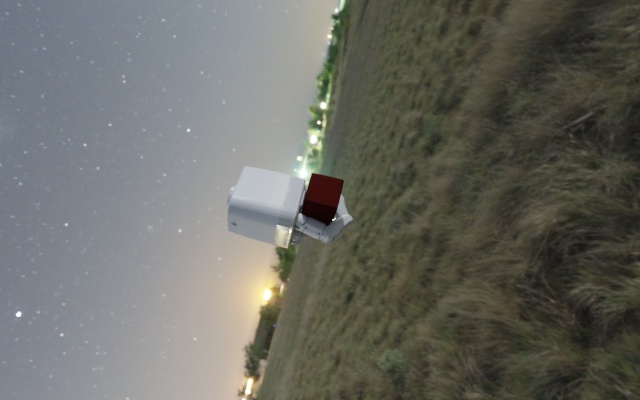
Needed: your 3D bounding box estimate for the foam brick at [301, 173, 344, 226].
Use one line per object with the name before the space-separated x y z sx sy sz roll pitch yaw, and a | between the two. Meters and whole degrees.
foam brick | 0.000 0.002 0.746 0.051 0.053 0.078 15 -32 -2
